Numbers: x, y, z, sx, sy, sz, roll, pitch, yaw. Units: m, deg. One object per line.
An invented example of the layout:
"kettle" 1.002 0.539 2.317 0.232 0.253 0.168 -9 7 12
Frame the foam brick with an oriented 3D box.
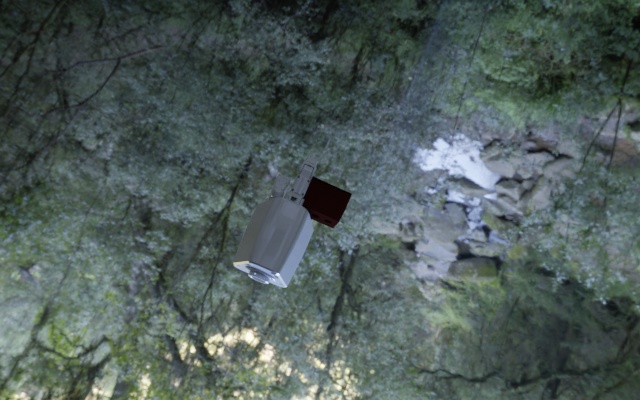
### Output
"foam brick" 0.000 0.002 0.756 0.078 0.051 0.053 24 -19 -4
